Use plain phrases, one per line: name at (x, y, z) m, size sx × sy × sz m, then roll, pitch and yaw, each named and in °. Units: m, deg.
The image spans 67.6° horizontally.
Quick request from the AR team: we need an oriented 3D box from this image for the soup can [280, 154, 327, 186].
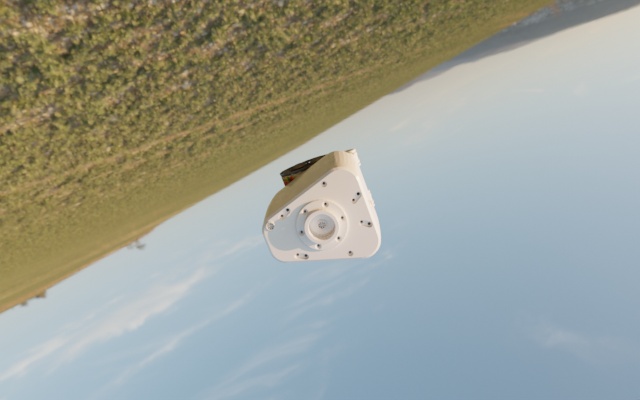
soup can at (0.000, 0.002, 0.585) m, size 0.068 × 0.102 × 0.068 m, roll -20°, pitch 11°, yaw 4°
